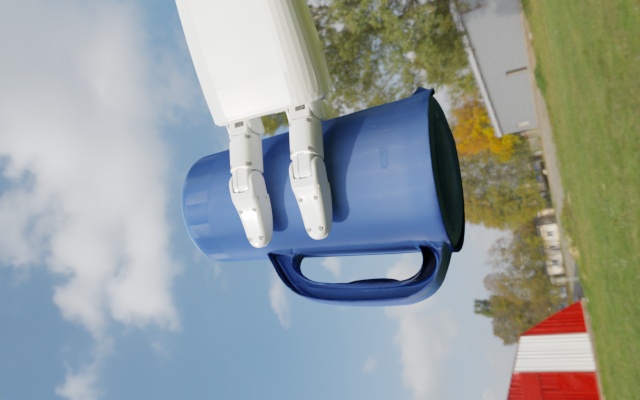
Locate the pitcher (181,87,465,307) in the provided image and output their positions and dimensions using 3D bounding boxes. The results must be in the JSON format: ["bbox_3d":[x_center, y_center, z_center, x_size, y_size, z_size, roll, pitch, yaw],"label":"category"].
[{"bbox_3d":[0.000,0.001,0.426,0.243,0.145,0.149,-9,20,24],"label":"pitcher"}]
